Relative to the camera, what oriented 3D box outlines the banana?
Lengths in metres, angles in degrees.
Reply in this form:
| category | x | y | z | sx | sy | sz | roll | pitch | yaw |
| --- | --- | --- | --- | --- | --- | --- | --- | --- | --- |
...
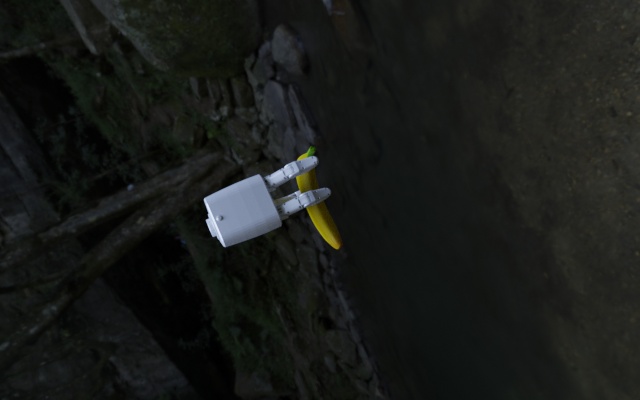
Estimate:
| category | x | y | z | sx | sy | sz | roll | pitch | yaw |
| --- | --- | --- | --- | --- | --- | --- | --- | --- | --- |
| banana | -0.008 | -0.003 | 0.882 | 0.037 | 0.198 | 0.069 | -23 | 16 | -20 |
